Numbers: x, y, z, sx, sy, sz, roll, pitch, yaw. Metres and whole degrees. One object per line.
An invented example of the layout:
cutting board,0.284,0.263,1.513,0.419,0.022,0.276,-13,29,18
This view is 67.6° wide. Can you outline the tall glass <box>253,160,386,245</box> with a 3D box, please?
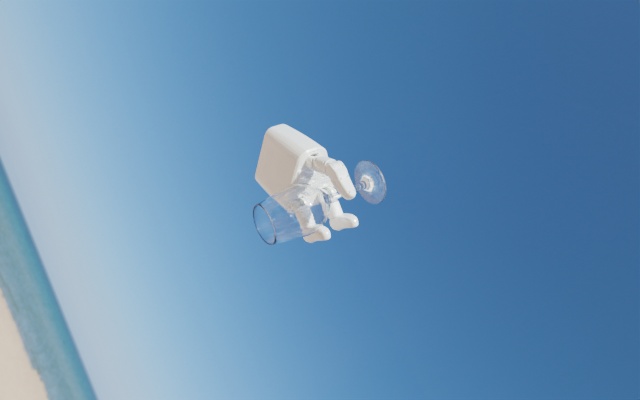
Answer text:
tall glass,0.001,0.002,0.719,0.201,0.079,0.079,-22,12,-30
